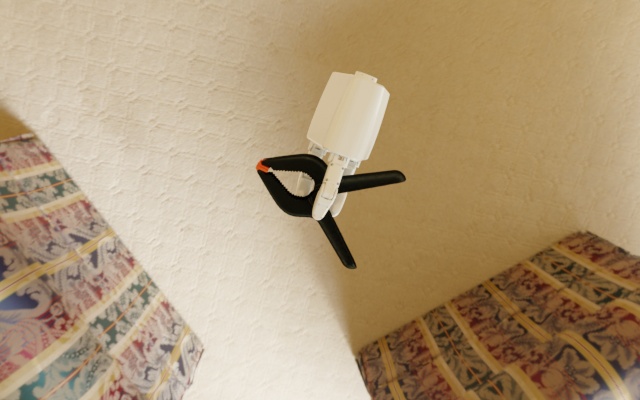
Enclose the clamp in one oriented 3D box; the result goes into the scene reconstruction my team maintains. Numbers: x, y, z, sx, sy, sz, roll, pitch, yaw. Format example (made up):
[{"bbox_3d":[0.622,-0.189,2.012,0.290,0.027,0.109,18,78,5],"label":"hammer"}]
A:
[{"bbox_3d":[0.000,0.002,0.697,0.210,0.164,0.036,19,11,-6],"label":"clamp"}]
